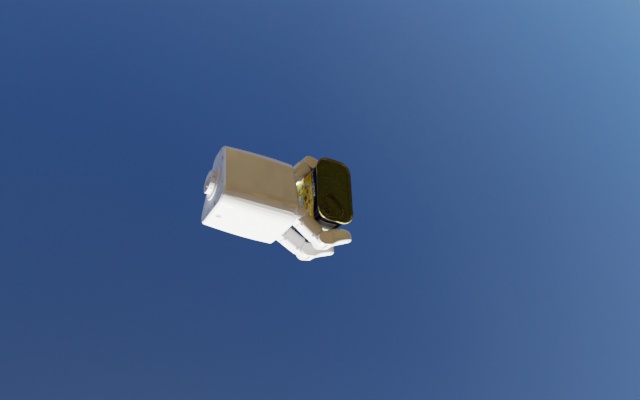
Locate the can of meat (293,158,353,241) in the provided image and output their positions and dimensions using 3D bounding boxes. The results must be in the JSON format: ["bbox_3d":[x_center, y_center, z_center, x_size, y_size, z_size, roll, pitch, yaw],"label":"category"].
[{"bbox_3d":[0.000,0.002,0.707,0.057,0.102,0.084,14,-33,-27],"label":"can of meat"}]
